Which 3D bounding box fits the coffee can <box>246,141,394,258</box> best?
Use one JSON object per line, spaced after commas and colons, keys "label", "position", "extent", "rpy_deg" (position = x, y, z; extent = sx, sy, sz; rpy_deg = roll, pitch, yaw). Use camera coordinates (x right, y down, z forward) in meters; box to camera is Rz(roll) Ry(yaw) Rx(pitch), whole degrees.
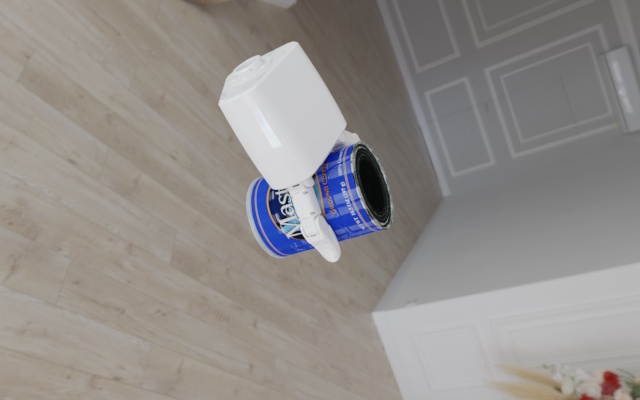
{"label": "coffee can", "position": [0.000, 0.002, 0.556], "extent": [0.140, 0.103, 0.103], "rpy_deg": [-18, -8, 25]}
